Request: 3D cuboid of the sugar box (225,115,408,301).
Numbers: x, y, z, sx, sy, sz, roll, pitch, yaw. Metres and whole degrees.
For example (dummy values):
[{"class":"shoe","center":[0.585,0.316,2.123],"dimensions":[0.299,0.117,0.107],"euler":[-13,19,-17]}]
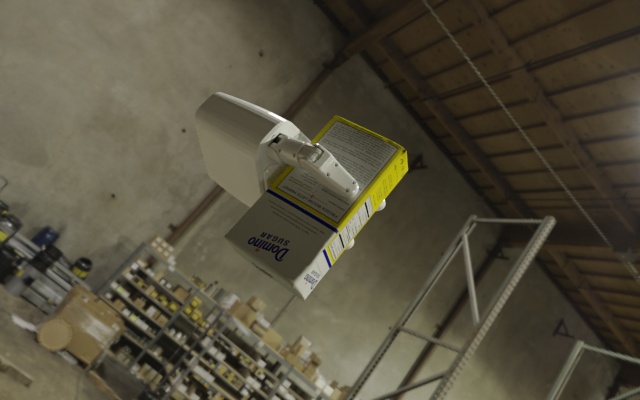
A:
[{"class":"sugar box","center":[0.000,0.002,0.473],"dimensions":[0.093,0.176,0.048],"euler":[30,-19,29]}]
